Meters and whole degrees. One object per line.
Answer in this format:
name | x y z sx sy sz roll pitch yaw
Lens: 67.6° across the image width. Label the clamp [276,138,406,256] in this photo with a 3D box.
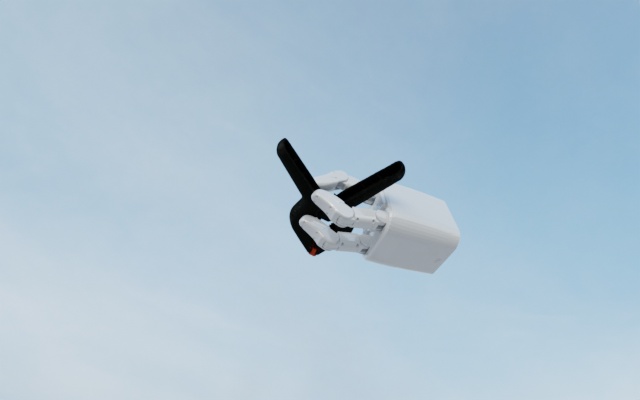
clamp | 0.000 0.002 0.659 0.164 0.036 0.210 16 -44 -11
